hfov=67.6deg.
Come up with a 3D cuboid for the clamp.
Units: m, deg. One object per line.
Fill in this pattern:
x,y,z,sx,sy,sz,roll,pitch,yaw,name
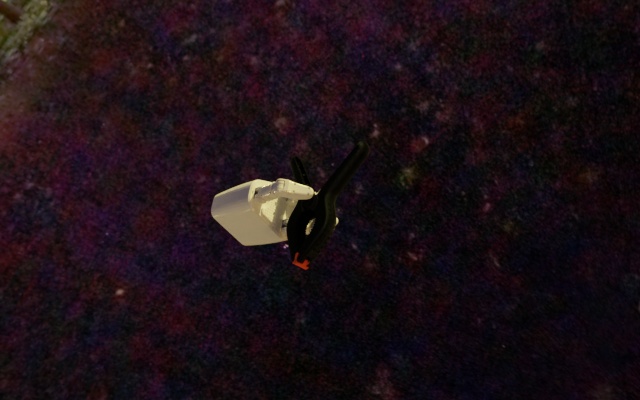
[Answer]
-0.001,0.003,0.749,0.164,0.210,0.036,-15,-34,40,clamp
